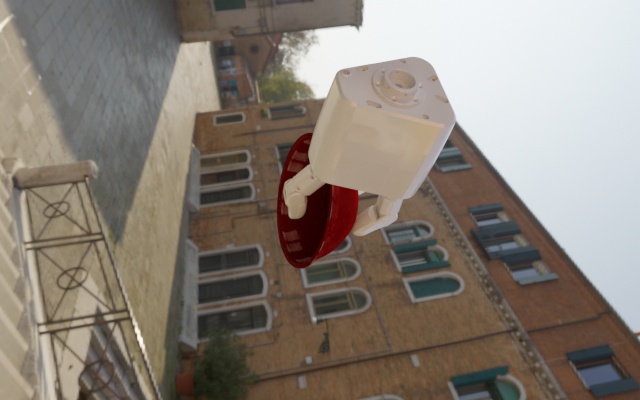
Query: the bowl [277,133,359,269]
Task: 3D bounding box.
[{"bbox_3d":[0.000,0.002,0.578,0.055,0.162,0.162,5,-2,-26],"label":"bowl"}]
